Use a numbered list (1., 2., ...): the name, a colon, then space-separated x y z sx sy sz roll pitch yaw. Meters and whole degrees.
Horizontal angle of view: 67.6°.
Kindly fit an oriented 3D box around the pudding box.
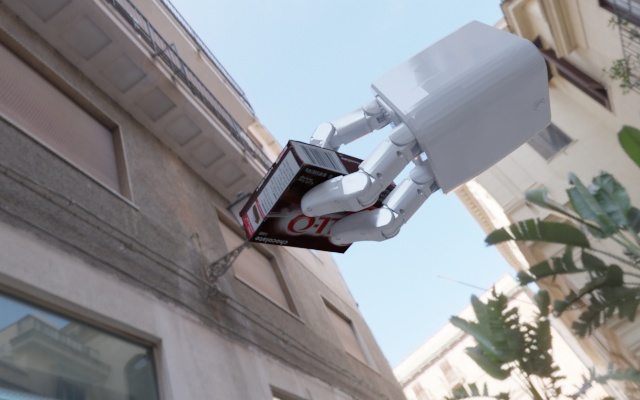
1. pudding box: 0.000 0.001 0.416 0.113 0.090 0.039 14 36 -37
